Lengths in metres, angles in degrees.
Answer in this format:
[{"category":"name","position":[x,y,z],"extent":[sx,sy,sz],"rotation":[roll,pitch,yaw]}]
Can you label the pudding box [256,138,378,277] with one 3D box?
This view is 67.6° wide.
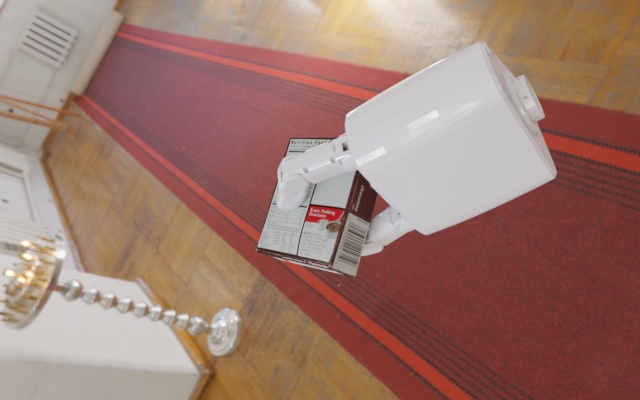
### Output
[{"category":"pudding box","position":[0.000,0.001,0.414],"extent":[0.090,0.113,0.039],"rotation":[6,-16,41]}]
